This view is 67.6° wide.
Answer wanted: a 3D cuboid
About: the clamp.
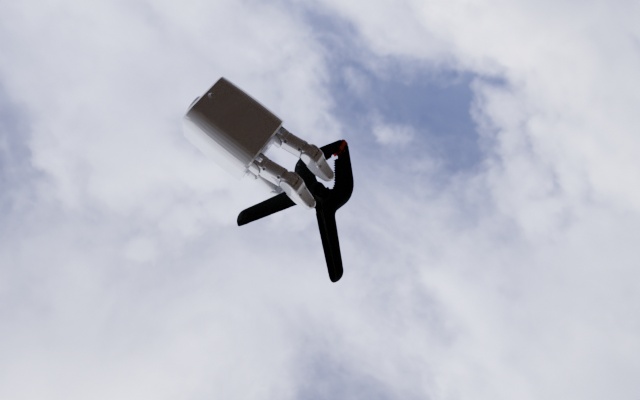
[{"bbox_3d":[0.000,0.002,0.685,0.164,0.210,0.036,39,-31,-10],"label":"clamp"}]
